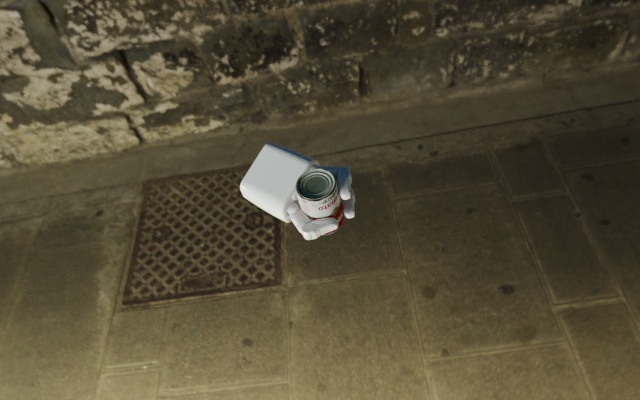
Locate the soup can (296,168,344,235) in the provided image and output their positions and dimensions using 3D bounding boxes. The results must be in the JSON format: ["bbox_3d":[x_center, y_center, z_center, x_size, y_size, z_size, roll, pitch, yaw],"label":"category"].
[{"bbox_3d":[0.000,0.003,0.801,0.068,0.068,0.102,0,-36,11],"label":"soup can"}]
